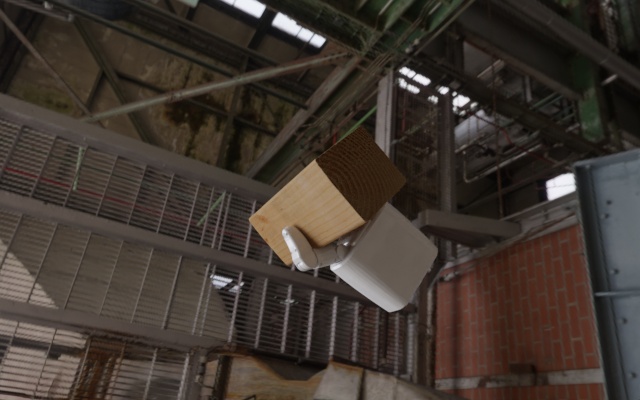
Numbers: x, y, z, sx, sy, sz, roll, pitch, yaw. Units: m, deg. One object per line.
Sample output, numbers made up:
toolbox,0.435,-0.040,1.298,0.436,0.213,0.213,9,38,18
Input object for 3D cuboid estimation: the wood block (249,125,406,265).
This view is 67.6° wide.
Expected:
wood block,0.000,0.003,0.620,0.090,0.090,0.206,-41,3,-36
